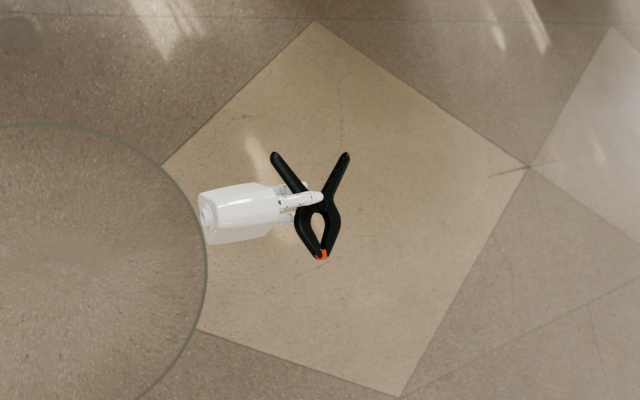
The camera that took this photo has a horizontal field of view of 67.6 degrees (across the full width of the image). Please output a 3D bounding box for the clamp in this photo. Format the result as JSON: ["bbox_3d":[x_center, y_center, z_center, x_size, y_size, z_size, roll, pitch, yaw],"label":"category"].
[{"bbox_3d":[0.000,0.003,0.888,0.164,0.210,0.036,-11,-2,-28],"label":"clamp"}]
